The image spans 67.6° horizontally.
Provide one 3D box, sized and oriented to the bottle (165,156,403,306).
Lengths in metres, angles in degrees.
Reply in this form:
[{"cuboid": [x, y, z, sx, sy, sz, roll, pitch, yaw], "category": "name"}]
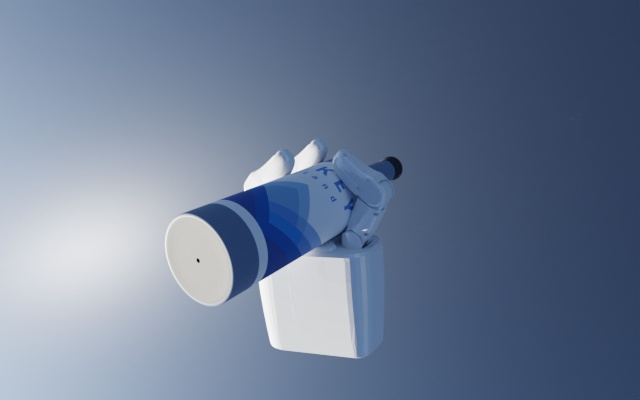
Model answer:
[{"cuboid": [0.000, 0.001, 0.433, 0.069, 0.069, 0.295, 0, 15, 35], "category": "bottle"}]
